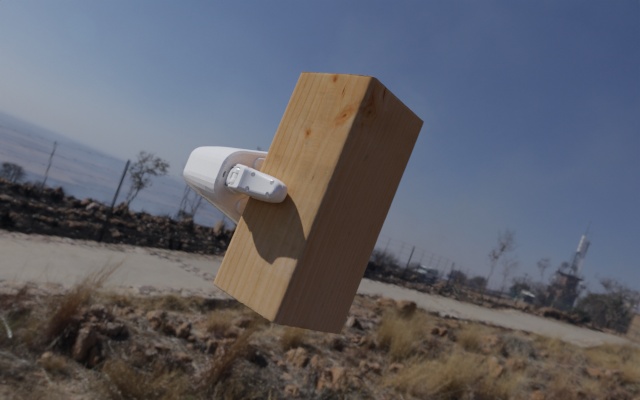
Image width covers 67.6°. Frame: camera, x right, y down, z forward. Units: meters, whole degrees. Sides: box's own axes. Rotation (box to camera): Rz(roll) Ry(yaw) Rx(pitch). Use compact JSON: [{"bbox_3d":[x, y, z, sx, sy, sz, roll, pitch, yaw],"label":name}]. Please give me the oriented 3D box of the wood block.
[{"bbox_3d":[0.000,0.001,0.426,0.090,0.206,0.091,18,-5,43],"label":"wood block"}]
